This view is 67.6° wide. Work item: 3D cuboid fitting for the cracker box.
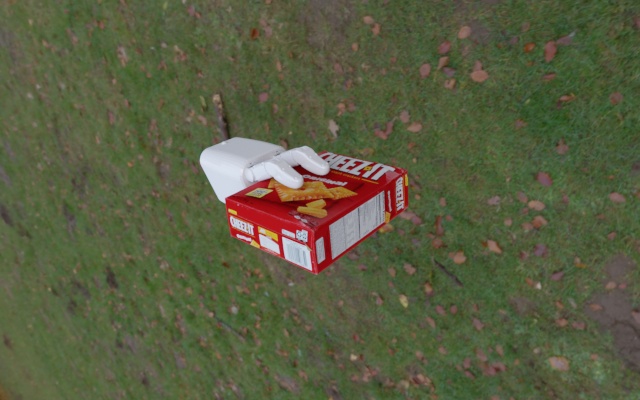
[{"bbox_3d":[0.000,0.002,0.680,0.164,0.072,0.213,18,35,37],"label":"cracker box"}]
